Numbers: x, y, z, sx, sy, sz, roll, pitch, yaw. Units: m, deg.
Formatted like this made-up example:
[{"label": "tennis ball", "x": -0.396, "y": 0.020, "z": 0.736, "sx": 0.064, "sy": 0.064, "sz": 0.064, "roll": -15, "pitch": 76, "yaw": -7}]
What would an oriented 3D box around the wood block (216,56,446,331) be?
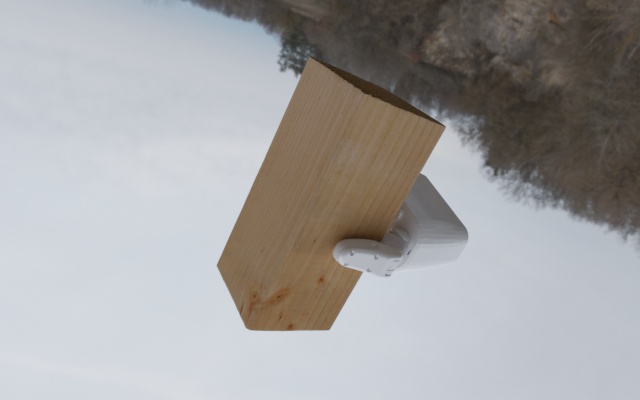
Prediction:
[{"label": "wood block", "x": 0.000, "y": 0.002, "z": 0.403, "sx": 0.090, "sy": 0.206, "sz": 0.090, "roll": 12, "pitch": 23, "yaw": -37}]
